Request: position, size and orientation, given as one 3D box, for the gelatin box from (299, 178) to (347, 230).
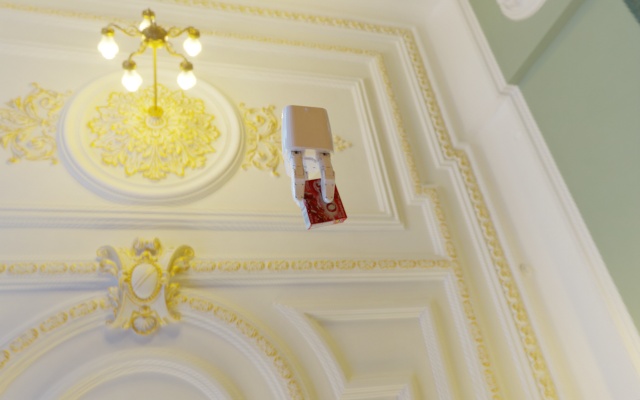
[{"bbox_3d":[0.000,0.003,0.874,0.073,0.089,0.030,-10,-21,-21],"label":"gelatin box"}]
